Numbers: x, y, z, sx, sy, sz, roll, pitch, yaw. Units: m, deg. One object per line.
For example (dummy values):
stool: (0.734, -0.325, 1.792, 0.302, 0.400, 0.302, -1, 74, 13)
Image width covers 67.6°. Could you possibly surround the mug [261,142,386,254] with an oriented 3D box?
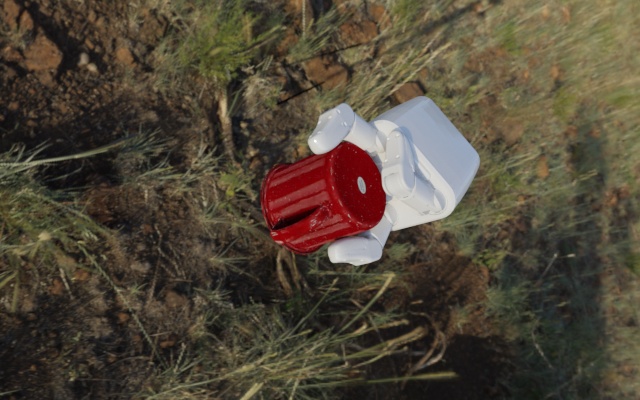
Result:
mug: (-0.001, 0.002, 0.431, 0.081, 0.093, 0.117, -21, 13, 40)
